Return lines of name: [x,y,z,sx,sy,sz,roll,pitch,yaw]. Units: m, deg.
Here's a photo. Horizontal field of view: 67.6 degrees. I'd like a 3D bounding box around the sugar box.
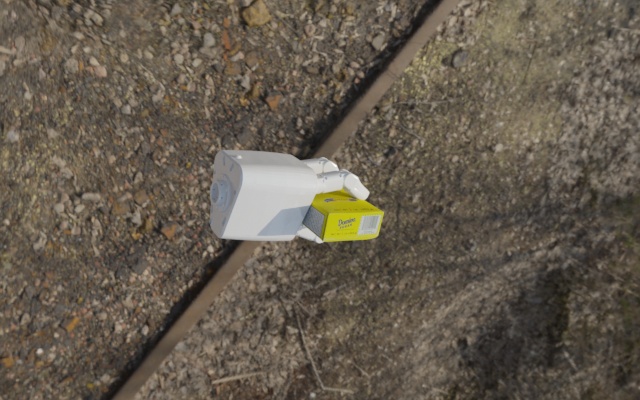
sugar box: [0.000,0.002,0.686,0.093,0.048,0.176,0,23,-33]
